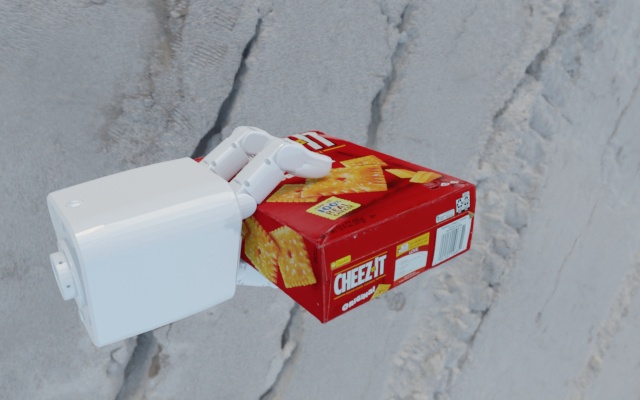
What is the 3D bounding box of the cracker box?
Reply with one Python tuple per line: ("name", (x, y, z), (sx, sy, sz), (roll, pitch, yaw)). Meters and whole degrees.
("cracker box", (0.000, 0.002, 0.425), (0.164, 0.072, 0.213), (-18, 30, -34))
